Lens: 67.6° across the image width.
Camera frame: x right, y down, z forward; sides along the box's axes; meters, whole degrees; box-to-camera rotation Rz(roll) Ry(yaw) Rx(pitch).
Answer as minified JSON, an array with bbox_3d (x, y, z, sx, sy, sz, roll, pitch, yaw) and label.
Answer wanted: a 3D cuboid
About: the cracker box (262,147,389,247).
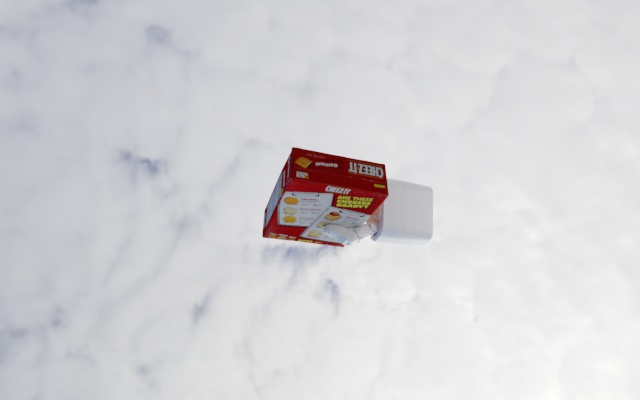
[{"bbox_3d":[0.000,0.003,0.835,0.164,0.072,0.214,9,-31,-15],"label":"cracker box"}]
